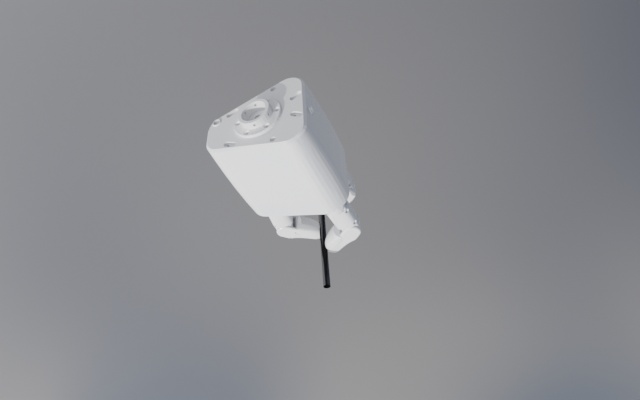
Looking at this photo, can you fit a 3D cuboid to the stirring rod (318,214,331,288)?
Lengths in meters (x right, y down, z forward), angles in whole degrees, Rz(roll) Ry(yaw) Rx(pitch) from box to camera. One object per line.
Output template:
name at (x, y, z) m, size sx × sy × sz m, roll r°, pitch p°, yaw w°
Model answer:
stirring rod at (0.000, 0.002, 0.599) m, size 0.011 × 0.239 × 0.011 m, roll -3°, pitch -40°, yaw -2°
